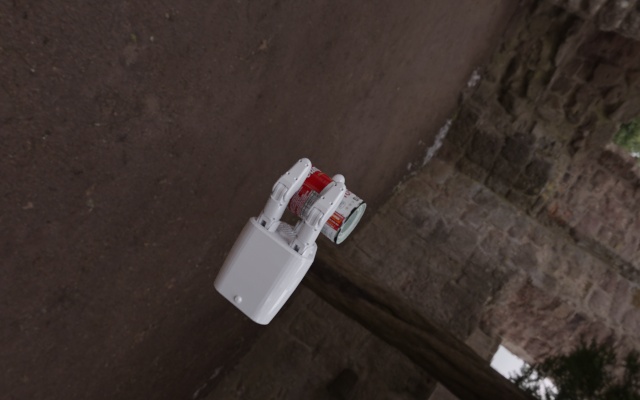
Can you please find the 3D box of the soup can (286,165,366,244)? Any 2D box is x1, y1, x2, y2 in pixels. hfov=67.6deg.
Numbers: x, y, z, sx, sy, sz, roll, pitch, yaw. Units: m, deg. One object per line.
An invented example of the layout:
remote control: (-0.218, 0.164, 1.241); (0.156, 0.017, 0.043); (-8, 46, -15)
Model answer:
soup can: (0.001, 0.002, 0.630); (0.102, 0.068, 0.068); (35, 11, 15)
